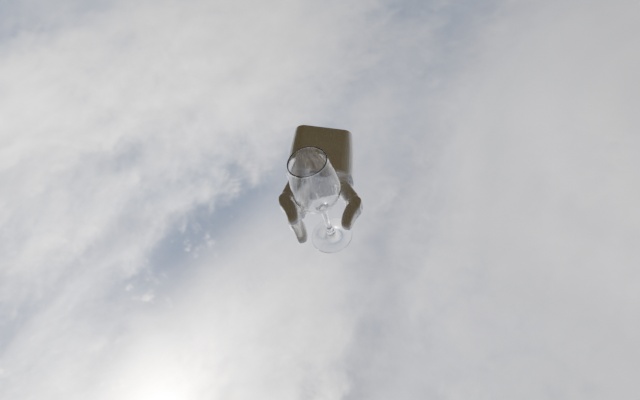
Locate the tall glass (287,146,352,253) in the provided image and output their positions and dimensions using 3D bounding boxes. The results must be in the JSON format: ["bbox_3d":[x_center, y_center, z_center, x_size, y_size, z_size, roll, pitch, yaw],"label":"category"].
[{"bbox_3d":[0.000,0.003,0.776,0.079,0.079,0.201,0,-37,15],"label":"tall glass"}]
